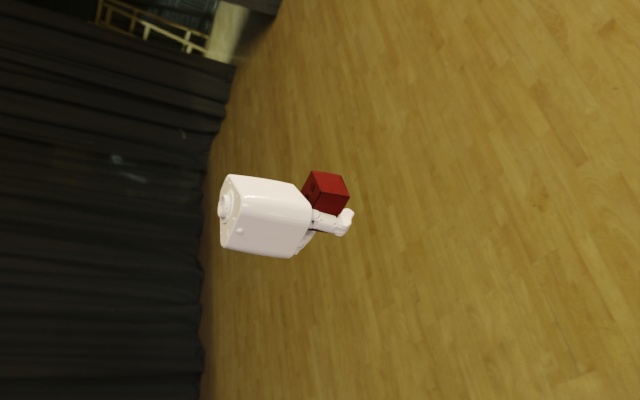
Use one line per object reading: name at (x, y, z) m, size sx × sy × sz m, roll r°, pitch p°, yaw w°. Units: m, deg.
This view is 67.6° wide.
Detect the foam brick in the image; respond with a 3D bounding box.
foam brick at (0.000, 0.002, 0.719) m, size 0.051 × 0.078 × 0.053 m, roll 11°, pitch 35°, yaw -27°
